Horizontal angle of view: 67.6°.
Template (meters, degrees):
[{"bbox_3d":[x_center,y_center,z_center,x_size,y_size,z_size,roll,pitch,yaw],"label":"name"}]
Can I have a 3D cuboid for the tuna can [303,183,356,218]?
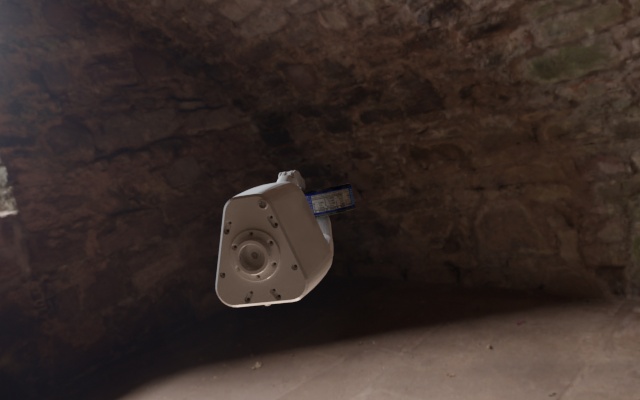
[{"bbox_3d":[0.000,0.001,0.611,0.086,0.034,0.086,-11,1,0],"label":"tuna can"}]
